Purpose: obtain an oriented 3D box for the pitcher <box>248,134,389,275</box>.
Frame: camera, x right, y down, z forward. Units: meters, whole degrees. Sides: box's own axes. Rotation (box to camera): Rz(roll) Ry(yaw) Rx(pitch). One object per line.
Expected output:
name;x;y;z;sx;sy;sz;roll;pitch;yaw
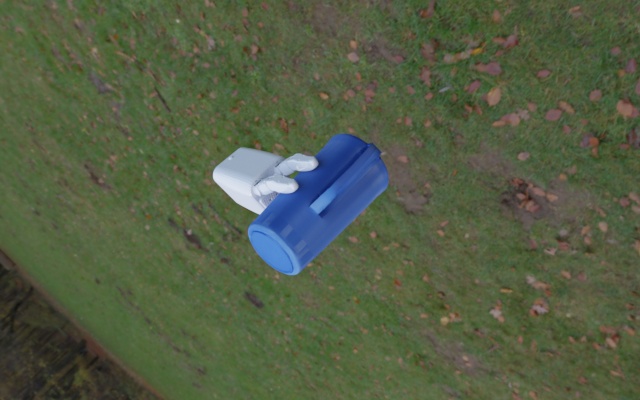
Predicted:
pitcher;0.000;0.003;0.792;0.145;0.149;0.242;21;53;35
